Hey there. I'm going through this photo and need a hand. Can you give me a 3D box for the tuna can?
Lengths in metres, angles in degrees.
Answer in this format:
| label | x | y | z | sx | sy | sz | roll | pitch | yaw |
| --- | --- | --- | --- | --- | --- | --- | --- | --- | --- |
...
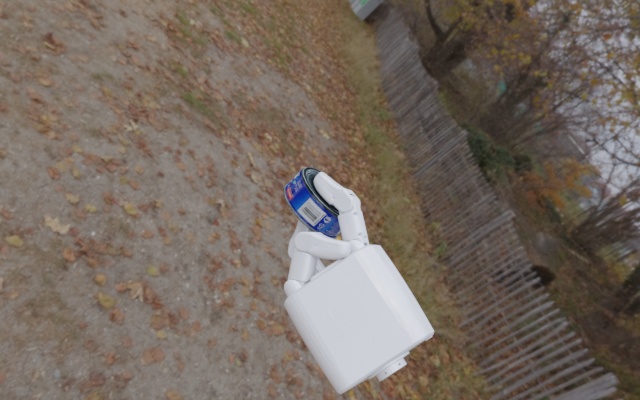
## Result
| label | x | y | z | sx | sy | sz | roll | pitch | yaw |
| --- | --- | --- | --- | --- | --- | --- | --- | --- | --- |
| tuna can | 0.000 | 0.001 | 0.556 | 0.034 | 0.086 | 0.086 | -45 | -19 | 21 |
